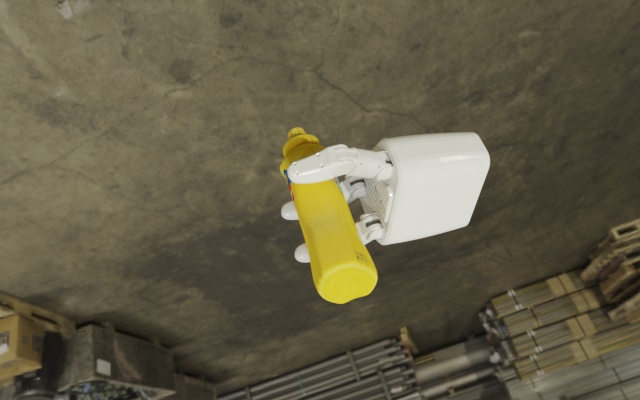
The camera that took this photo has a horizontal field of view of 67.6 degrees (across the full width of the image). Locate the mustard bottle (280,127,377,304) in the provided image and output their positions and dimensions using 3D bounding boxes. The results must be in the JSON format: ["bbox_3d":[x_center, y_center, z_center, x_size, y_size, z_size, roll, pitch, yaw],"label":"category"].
[{"bbox_3d":[0.000,0.002,0.485,0.058,0.191,0.096,-21,-30,4],"label":"mustard bottle"}]
